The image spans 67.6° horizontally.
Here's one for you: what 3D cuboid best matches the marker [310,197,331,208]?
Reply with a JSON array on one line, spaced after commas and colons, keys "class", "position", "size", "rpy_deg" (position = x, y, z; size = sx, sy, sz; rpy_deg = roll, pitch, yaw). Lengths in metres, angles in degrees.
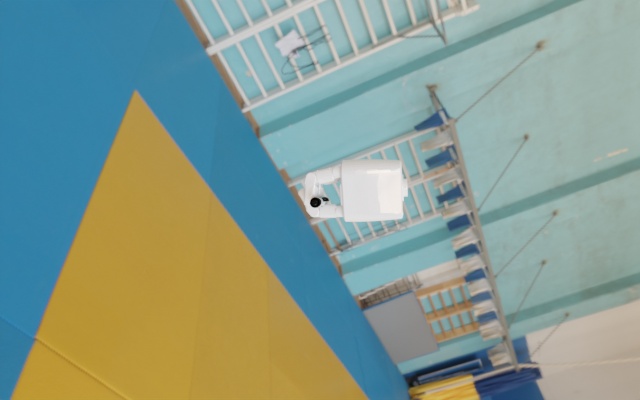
[{"class": "marker", "position": [0.000, 0.003, 0.877], "size": [0.020, 0.020, 0.121], "rpy_deg": [0, 1, 10]}]
